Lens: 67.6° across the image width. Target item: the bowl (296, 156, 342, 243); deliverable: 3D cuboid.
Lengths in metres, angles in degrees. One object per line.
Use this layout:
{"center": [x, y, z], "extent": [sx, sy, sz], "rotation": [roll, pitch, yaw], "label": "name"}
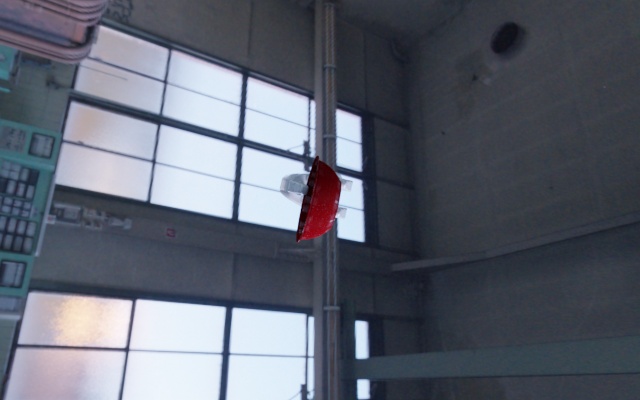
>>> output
{"center": [0.001, 0.003, 0.865], "extent": [0.055, 0.162, 0.162], "rotation": [13, -2, -6], "label": "bowl"}
